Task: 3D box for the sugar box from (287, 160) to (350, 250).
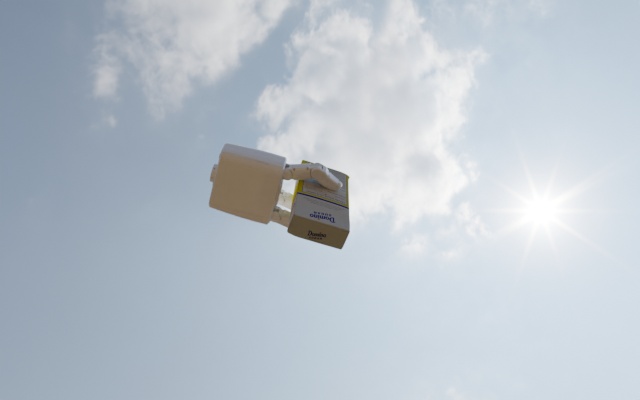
[{"bbox_3d":[0.000,0.003,0.798,0.093,0.048,0.176,17,34,-7],"label":"sugar box"}]
